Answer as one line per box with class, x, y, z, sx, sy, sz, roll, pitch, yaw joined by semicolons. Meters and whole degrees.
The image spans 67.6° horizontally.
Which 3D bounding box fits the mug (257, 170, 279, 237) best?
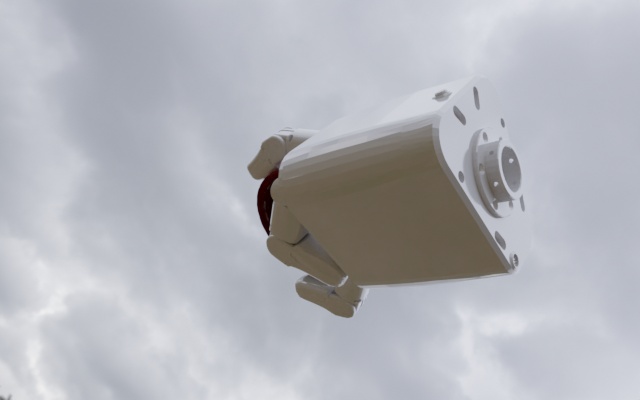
mug;-0.001;0.001;0.404;0.117;0.093;0.081;-11;21;43
